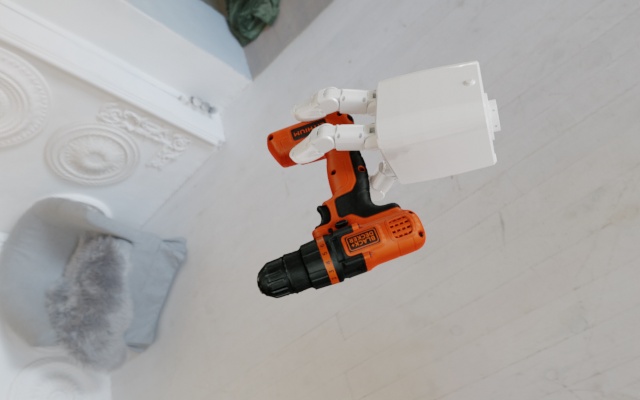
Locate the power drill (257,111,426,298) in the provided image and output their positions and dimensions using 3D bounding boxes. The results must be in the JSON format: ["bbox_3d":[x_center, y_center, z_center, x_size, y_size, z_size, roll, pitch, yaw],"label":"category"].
[{"bbox_3d":[0.000,0.001,0.533,0.184,0.187,0.057,-19,-24,-2],"label":"power drill"}]
